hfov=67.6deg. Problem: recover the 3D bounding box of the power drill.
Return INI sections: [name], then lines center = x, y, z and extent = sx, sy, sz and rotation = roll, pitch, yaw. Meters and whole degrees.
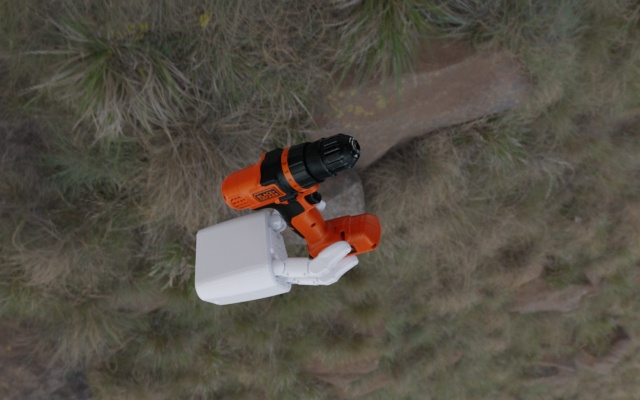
[power drill]
center = 0.000, 0.002, 0.592
extent = 0.184, 0.057, 0.188
rotation = -16, -43, 30
